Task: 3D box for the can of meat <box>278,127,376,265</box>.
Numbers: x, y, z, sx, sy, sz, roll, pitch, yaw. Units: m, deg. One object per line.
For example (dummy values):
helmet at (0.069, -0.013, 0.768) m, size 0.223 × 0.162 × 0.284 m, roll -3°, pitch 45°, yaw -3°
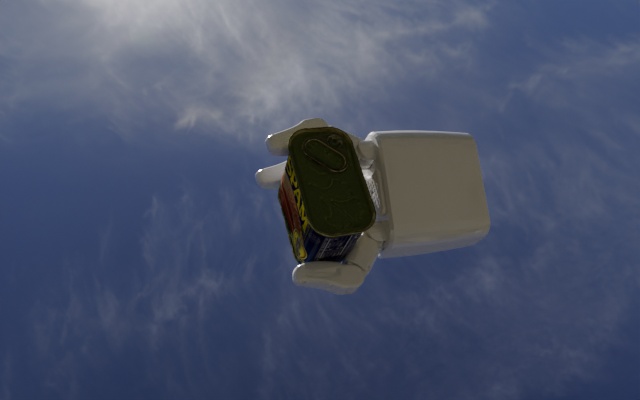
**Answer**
can of meat at (0.000, 0.002, 0.420) m, size 0.057 × 0.102 × 0.084 m, roll -8°, pitch -27°, yaw -18°
